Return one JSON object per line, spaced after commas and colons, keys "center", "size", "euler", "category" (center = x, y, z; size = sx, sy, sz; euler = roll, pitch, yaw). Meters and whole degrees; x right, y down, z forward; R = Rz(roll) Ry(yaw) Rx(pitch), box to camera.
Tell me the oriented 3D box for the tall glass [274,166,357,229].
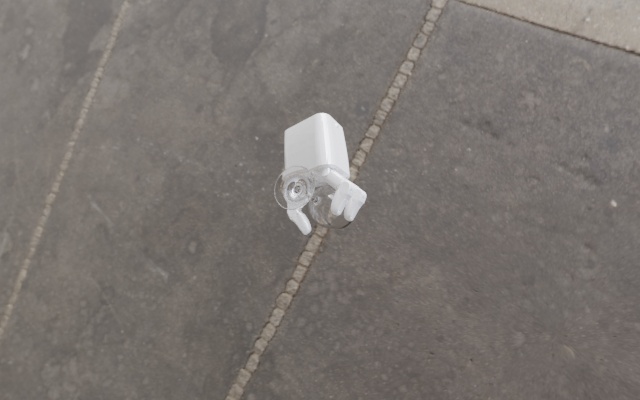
{"center": [0.000, 0.003, 0.856], "size": [0.079, 0.079, 0.201], "euler": [0, -14, 26], "category": "tall glass"}
